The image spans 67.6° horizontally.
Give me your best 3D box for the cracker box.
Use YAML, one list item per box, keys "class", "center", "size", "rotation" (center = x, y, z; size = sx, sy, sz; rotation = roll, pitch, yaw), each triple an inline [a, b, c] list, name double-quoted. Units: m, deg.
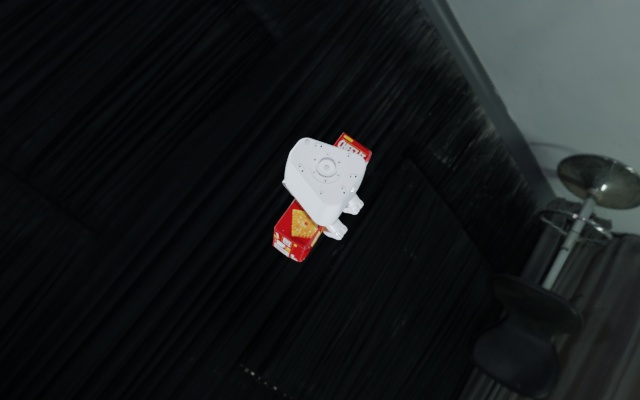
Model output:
- class: "cracker box"
  center: [0.000, 0.003, 0.882]
  size: [0.072, 0.213, 0.164]
  rotation: [35, -17, 4]
